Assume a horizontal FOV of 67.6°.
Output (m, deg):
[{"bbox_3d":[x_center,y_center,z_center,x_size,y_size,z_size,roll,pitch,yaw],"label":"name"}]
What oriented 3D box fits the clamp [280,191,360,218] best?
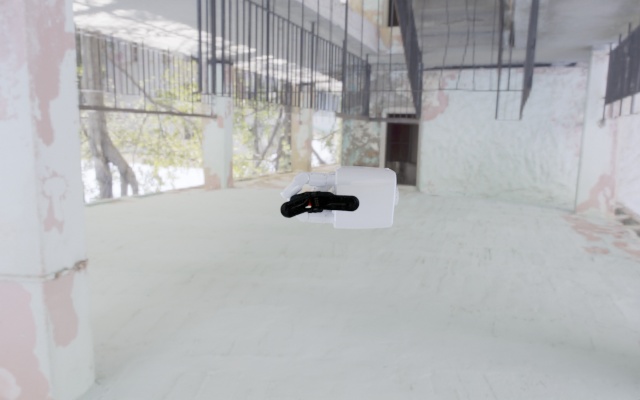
[{"bbox_3d":[0.000,0.003,0.788,0.120,0.039,0.171,1,8,0],"label":"clamp"}]
